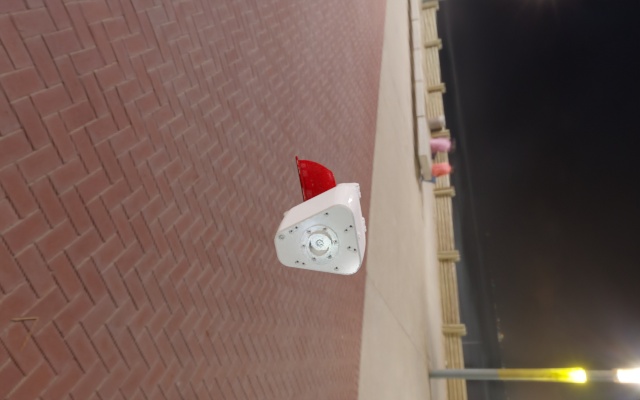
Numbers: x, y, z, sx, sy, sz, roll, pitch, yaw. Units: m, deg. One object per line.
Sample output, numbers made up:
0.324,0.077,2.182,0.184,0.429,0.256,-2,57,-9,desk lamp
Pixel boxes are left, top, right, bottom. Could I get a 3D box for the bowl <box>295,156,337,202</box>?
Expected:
0.000,0.002,0.777,0.055,0.162,0.162,-11,0,-3,bowl
